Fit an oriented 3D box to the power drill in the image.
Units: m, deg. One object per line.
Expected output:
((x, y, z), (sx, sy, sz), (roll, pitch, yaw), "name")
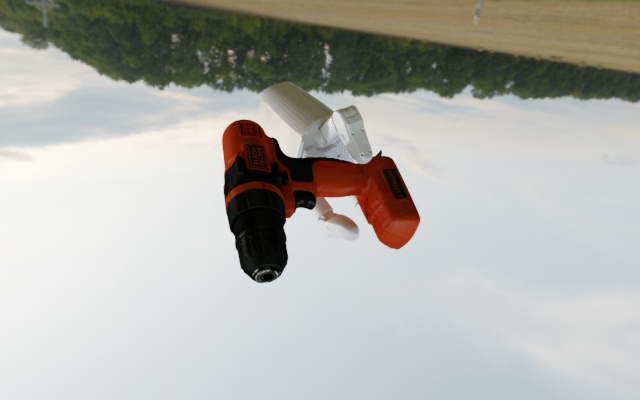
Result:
((0.000, 0.001, 0.460), (0.187, 0.184, 0.057), (8, -45, -26), "power drill")
